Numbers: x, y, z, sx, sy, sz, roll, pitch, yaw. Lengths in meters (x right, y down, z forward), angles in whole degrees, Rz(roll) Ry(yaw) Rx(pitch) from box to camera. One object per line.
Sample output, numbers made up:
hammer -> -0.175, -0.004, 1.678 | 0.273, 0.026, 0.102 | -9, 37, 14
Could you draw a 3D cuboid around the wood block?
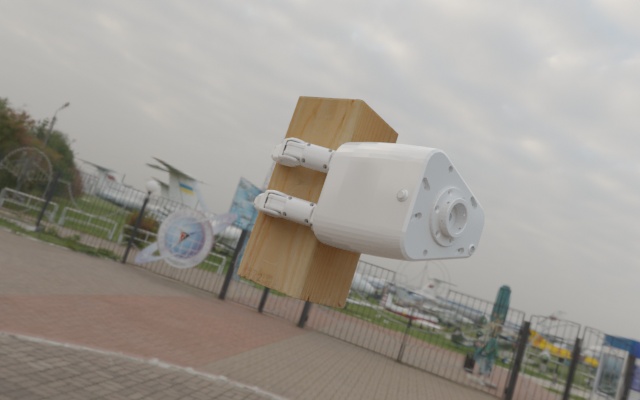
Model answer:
wood block -> 0.001, 0.002, 0.523 | 0.090, 0.206, 0.091 | 13, -10, 38
